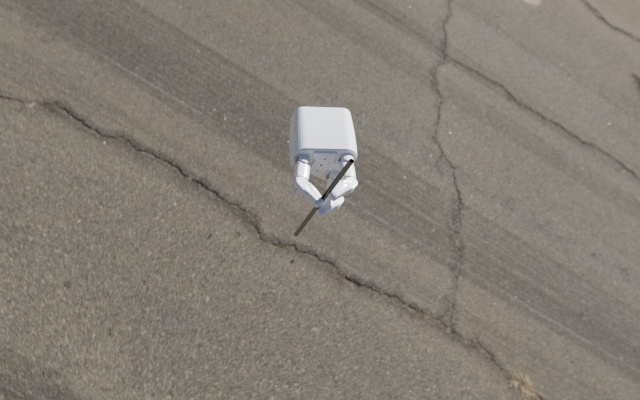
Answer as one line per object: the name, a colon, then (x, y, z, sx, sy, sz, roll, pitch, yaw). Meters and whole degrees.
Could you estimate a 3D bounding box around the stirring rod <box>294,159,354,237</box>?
stirring rod: (0.000, 0.003, 0.804, 0.011, 0.011, 0.240, 0, -31, -27)
